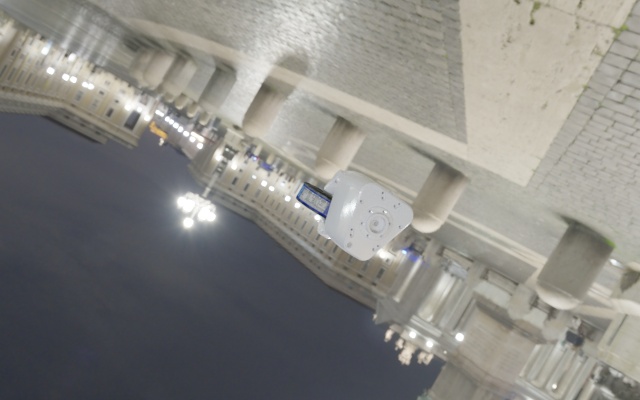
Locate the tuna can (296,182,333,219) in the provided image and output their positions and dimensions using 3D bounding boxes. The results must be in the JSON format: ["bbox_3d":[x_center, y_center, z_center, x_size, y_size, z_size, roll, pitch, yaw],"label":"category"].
[{"bbox_3d":[0.000,0.003,0.840,0.086,0.034,0.086,31,6,-3],"label":"tuna can"}]
